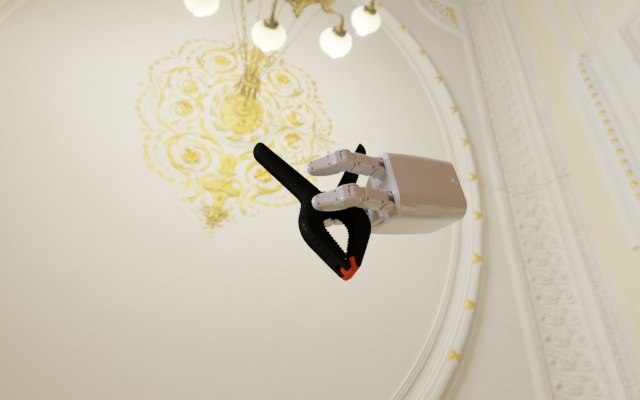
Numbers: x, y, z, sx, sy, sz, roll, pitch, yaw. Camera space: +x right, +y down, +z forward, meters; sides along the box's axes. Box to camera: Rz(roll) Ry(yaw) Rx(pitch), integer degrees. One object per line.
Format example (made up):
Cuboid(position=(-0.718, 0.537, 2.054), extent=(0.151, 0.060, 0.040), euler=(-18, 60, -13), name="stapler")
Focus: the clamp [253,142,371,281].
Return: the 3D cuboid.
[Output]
Cuboid(position=(0.000, 0.003, 0.611), extent=(0.164, 0.209, 0.036), euler=(3, -36, -18), name="clamp")
